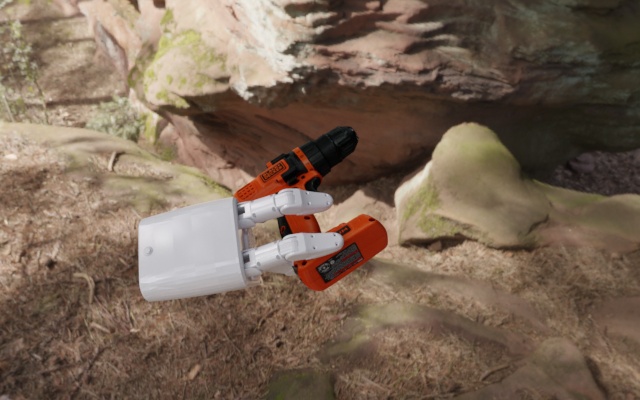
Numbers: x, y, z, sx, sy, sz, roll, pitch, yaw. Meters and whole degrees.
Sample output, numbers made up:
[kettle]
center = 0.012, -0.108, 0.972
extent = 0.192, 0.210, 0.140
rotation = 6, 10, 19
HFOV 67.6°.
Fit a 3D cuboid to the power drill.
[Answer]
[power drill]
center = 0.000, 0.002, 0.570
extent = 0.184, 0.057, 0.187
rotation = -35, 45, -3
